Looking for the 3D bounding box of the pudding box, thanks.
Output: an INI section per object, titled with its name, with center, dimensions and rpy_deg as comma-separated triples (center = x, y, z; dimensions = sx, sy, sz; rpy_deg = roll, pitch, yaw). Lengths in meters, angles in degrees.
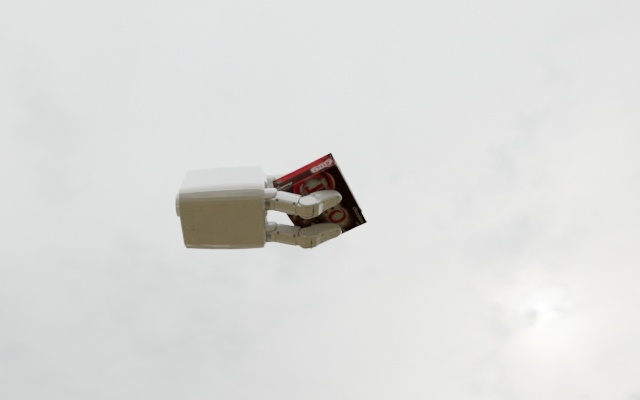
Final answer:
[pudding box]
center = 0.000, 0.002, 0.647
dimensions = 0.090, 0.114, 0.039
rpy_deg = -25, 38, 9
